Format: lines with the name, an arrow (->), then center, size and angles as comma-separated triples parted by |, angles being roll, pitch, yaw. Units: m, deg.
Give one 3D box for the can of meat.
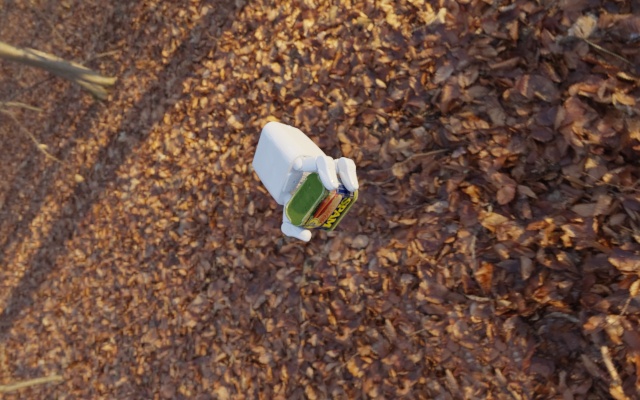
can of meat -> 0.000, 0.003, 0.811 | 0.084, 0.102, 0.057 | 9, 35, -48
